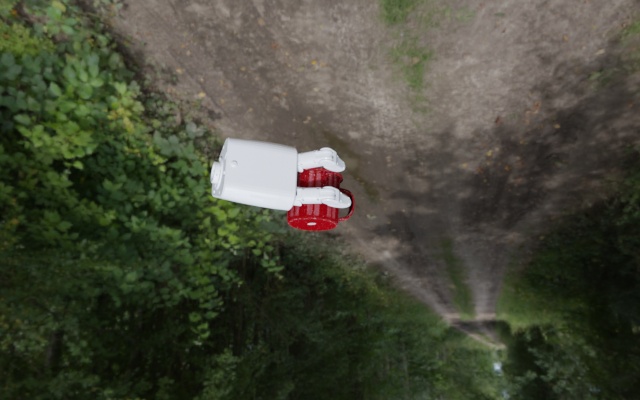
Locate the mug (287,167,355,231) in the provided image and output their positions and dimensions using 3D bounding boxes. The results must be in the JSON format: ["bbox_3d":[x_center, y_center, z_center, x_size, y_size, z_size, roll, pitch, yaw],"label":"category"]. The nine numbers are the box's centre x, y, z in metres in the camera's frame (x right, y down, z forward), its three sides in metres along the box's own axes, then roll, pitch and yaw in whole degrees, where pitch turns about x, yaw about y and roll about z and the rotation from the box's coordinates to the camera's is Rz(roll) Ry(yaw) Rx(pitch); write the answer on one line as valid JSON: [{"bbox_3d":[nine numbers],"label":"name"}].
[{"bbox_3d":[0.001,0.003,0.768,0.117,0.081,0.093,9,-18,-21],"label":"mug"}]
